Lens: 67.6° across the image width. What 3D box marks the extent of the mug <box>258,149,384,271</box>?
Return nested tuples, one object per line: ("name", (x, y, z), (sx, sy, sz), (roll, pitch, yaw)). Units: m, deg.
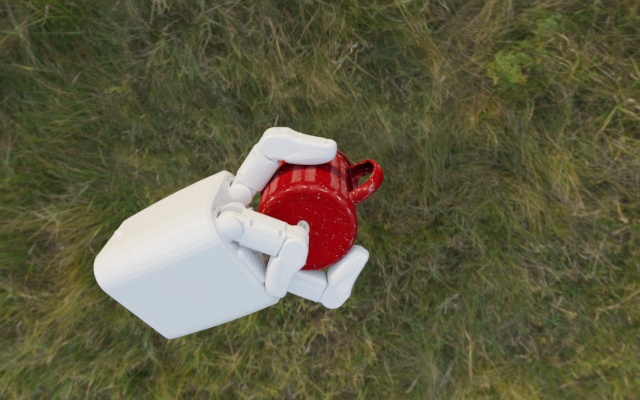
("mug", (0.001, 0.001, 0.407), (0.117, 0.093, 0.081), (-24, 24, 12))
